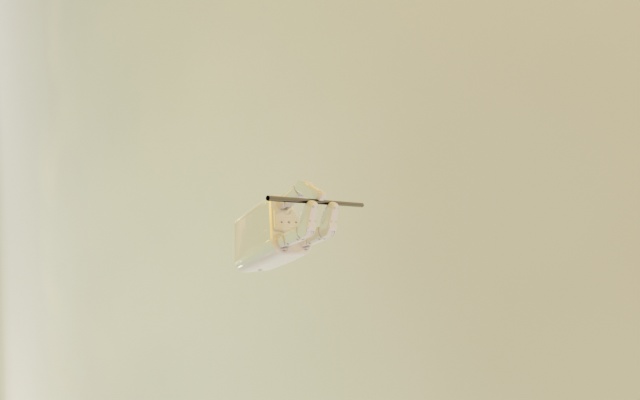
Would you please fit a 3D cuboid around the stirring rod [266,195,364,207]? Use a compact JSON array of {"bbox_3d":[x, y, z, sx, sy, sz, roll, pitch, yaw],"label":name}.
[{"bbox_3d":[0.000,0.003,0.778,0.011,0.011,0.239,0,-3,39],"label":"stirring rod"}]
